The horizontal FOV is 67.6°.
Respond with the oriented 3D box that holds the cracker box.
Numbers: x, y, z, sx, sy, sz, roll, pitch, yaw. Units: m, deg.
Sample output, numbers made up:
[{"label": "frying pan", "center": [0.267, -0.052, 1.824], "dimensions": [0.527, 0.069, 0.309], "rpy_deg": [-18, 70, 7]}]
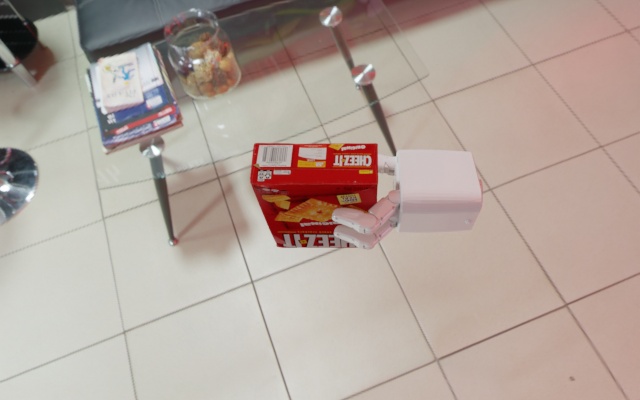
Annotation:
[{"label": "cracker box", "center": [0.000, 0.002, 0.693], "dimensions": [0.164, 0.072, 0.214], "rpy_deg": [0, -28, 5]}]
